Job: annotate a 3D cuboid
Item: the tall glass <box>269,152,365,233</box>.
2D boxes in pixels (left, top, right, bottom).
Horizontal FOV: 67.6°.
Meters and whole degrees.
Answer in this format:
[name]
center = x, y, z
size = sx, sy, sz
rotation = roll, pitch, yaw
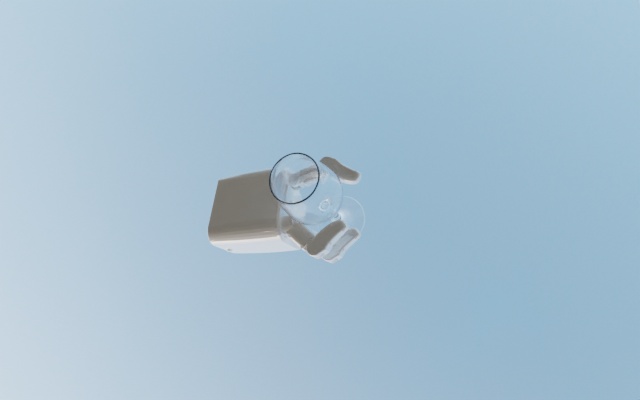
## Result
[tall glass]
center = 0.000, 0.002, 0.627
size = 0.079, 0.079, 0.201
rotation = 0, -16, 18
